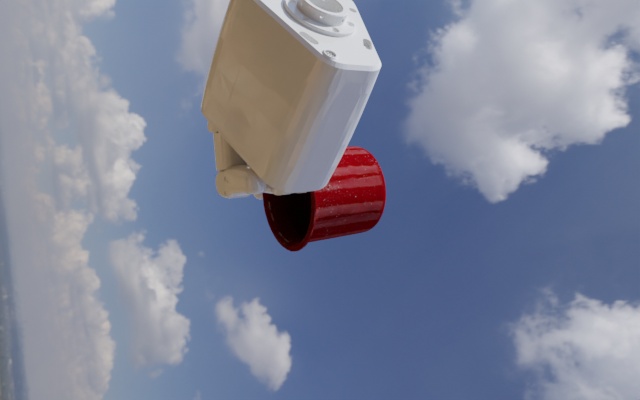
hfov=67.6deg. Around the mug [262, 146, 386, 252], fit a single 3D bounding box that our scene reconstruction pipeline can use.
[{"bbox_3d":[0.000,0.002,0.438,0.081,0.093,0.117,-7,-38,-32],"label":"mug"}]
